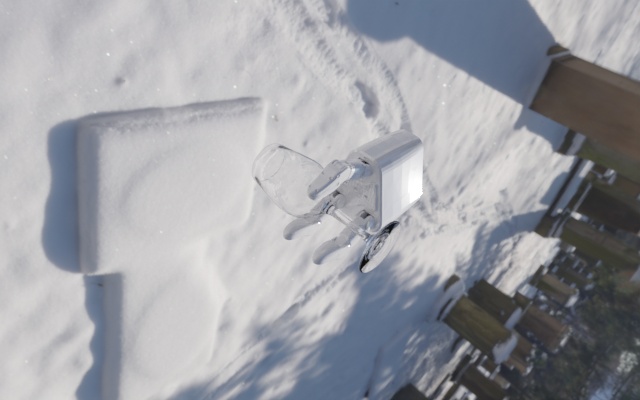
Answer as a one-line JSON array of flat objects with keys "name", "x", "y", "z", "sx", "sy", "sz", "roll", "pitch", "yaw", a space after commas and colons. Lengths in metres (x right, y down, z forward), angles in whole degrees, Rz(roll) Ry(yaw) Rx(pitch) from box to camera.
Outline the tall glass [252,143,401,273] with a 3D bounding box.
[{"name": "tall glass", "x": 0.000, "y": 0.002, "z": 0.604, "sx": 0.201, "sy": 0.079, "sz": 0.079, "roll": 37, "pitch": 19, "yaw": 27}]
